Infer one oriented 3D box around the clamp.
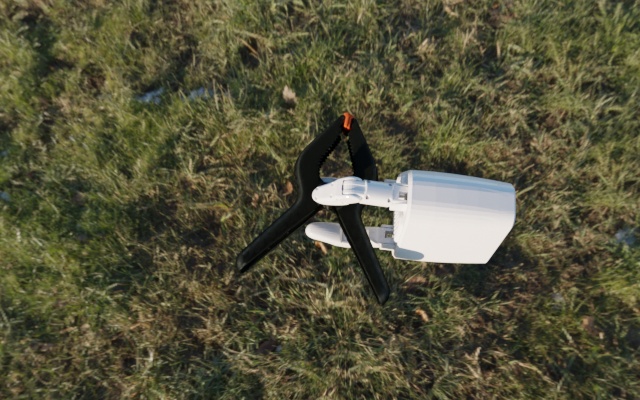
[{"bbox_3d":[0.000,0.001,0.524,0.164,0.210,0.036,6,-16,0],"label":"clamp"}]
